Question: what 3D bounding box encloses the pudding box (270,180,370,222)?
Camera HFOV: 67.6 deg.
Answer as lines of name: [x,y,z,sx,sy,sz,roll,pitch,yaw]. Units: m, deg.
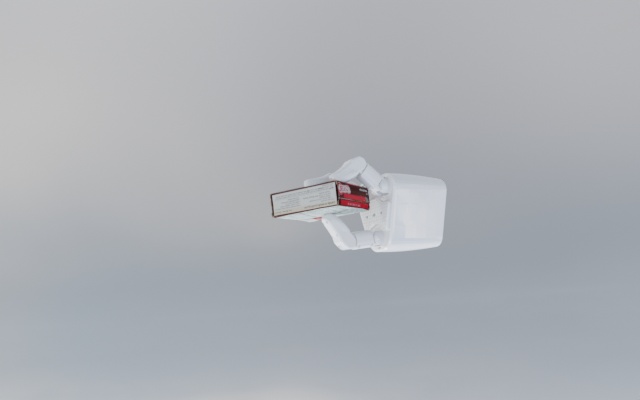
pudding box: [0.000,0.002,0.673,0.113,0.039,0.090,-13,-13,31]
